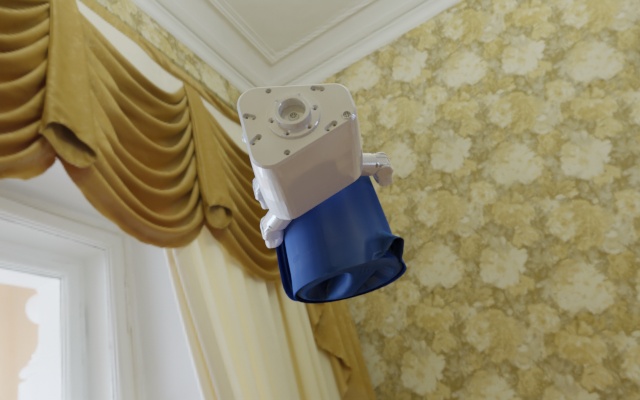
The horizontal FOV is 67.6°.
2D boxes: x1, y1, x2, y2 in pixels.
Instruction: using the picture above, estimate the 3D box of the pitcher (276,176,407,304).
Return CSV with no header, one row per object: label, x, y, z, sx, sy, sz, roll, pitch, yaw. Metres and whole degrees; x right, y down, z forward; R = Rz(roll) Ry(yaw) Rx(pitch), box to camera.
pitcher,0.000,0.002,0.601,0.149,0.242,0.145,-15,-26,-2
